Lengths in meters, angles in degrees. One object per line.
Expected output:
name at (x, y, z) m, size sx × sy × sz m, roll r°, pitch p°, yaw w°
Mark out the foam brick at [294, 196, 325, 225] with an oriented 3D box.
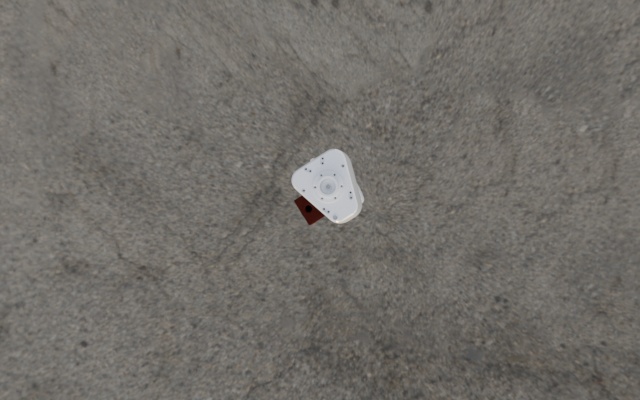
foam brick at (0.000, 0.003, 0.855) m, size 0.078 × 0.053 × 0.051 m, roll -32°, pitch -3°, yaw 5°
